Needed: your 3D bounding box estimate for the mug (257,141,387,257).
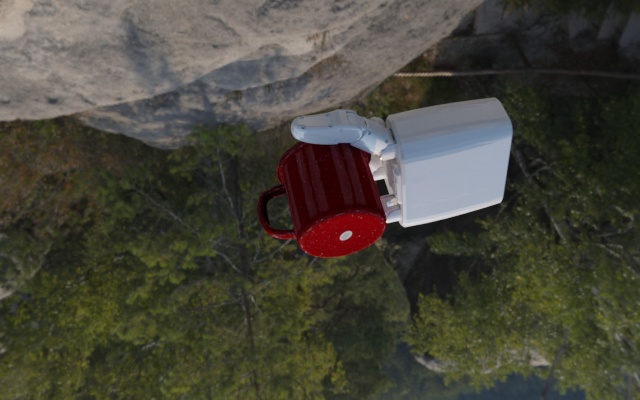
[{"bbox_3d":[-0.001,0.002,0.436,0.117,0.081,0.093,-13,-33,-2],"label":"mug"}]
